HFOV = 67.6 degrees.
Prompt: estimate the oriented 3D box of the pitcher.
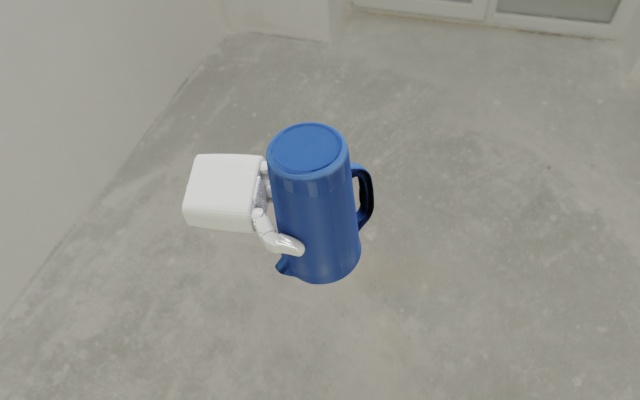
[{"bbox_3d":[0.000,0.002,0.704,0.145,0.149,0.243,6,-39,10],"label":"pitcher"}]
